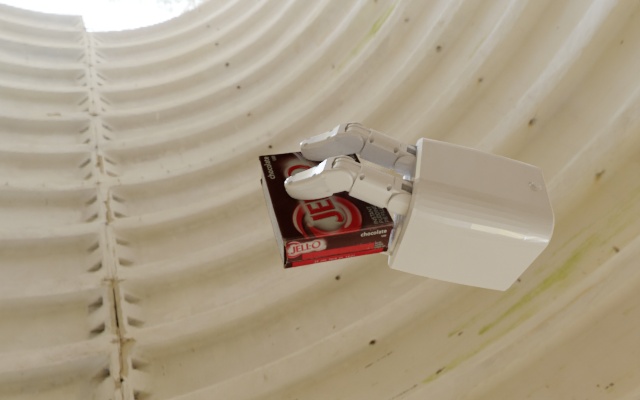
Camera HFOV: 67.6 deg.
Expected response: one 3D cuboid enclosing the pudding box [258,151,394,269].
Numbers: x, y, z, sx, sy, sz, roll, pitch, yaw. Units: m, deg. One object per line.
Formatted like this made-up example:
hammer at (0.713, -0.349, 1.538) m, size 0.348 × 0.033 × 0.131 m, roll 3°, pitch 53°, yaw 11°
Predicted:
pudding box at (0.000, 0.001, 0.412) m, size 0.090 × 0.039 × 0.113 m, roll -7°, pitch 40°, yaw -15°
